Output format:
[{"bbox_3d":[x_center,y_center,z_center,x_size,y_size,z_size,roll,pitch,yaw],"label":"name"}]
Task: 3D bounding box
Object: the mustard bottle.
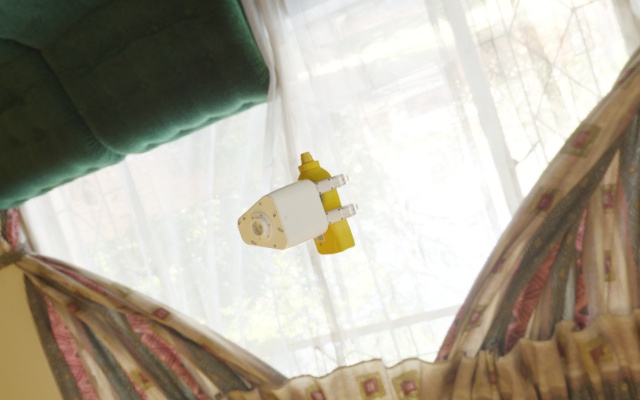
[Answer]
[{"bbox_3d":[0.000,0.003,0.882,0.058,0.191,0.096,-20,3,-27],"label":"mustard bottle"}]
